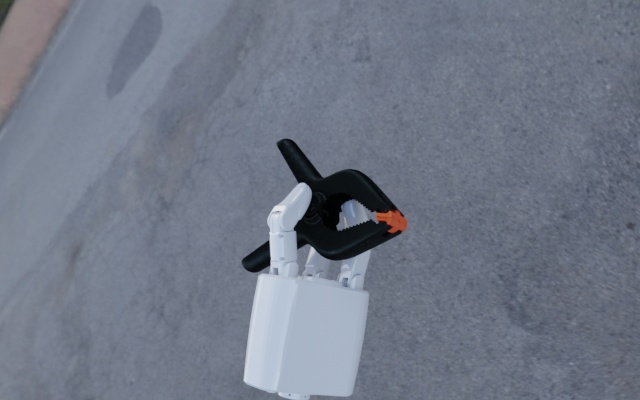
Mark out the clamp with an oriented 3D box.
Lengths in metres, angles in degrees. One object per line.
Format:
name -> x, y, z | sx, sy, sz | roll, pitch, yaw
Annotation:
clamp -> 0.000, 0.002, 0.510 | 0.210, 0.164, 0.036 | -3, -18, 44
